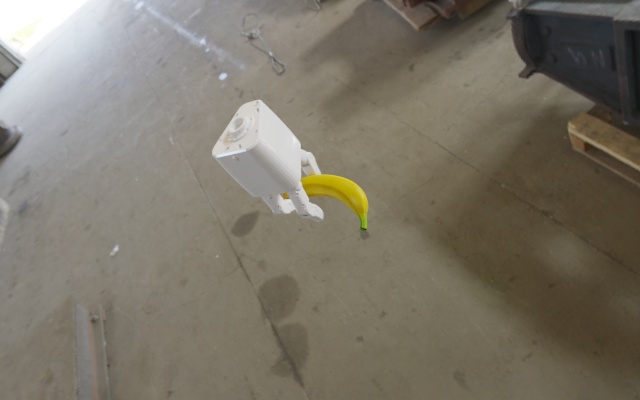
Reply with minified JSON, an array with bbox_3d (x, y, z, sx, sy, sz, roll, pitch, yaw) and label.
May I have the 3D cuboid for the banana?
[{"bbox_3d":[0.012,-0.012,0.810,0.197,0.069,0.037,21,-16,43],"label":"banana"}]
